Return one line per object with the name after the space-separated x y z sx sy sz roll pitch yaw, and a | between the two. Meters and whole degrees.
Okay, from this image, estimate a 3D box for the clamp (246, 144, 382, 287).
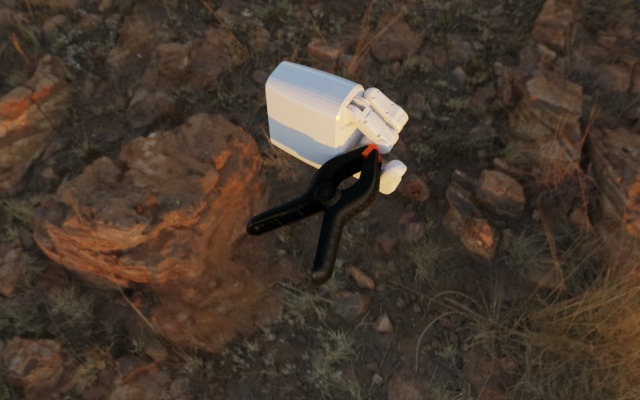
0.000 0.001 0.526 0.120 0.171 0.039 25 -25 26 | clamp
